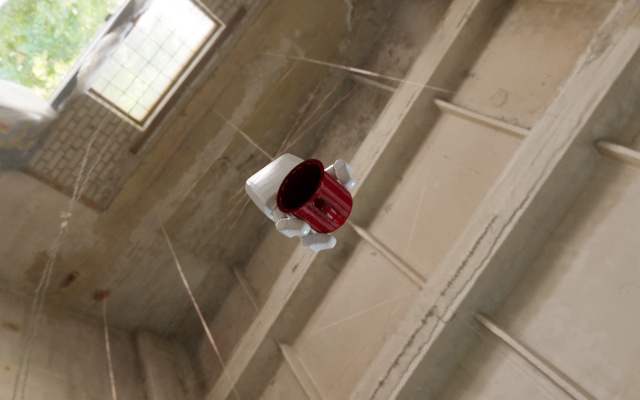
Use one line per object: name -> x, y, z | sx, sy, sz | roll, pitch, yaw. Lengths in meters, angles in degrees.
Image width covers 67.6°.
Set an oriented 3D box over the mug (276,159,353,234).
mug -> 0.001, 0.003, 0.708 | 0.081, 0.093, 0.117 | 38, 0, -36
